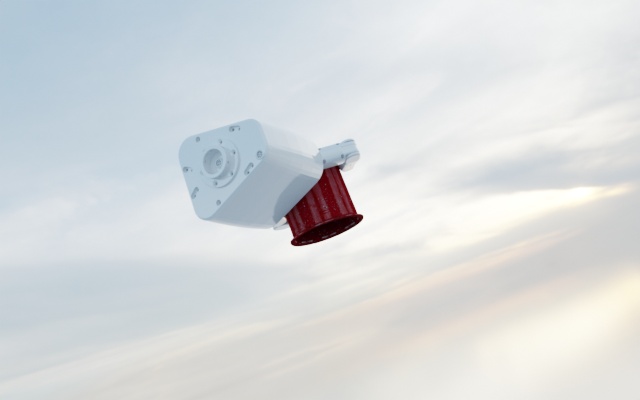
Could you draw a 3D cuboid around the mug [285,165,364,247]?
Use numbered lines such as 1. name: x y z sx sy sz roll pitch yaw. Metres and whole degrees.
1. mug: 0.001 0.002 0.589 0.093 0.081 0.117 -27 -17 22
